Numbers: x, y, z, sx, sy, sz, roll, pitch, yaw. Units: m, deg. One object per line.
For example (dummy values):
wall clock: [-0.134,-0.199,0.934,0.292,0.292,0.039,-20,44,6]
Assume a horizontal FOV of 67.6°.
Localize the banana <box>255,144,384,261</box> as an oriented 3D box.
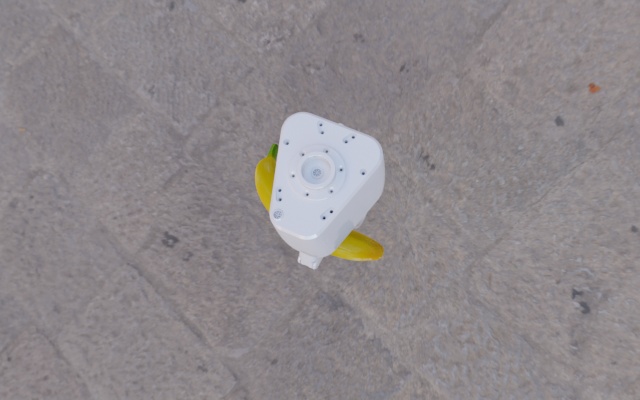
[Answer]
banana: [-0.016,0.011,0.555,0.069,0.197,0.037,-40,-17,-15]
